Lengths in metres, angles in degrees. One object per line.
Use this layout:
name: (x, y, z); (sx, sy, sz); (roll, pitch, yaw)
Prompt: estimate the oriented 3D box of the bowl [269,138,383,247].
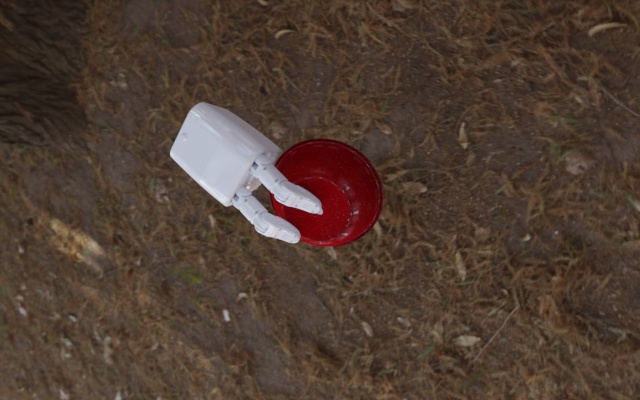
bowl: (0.001, 0.003, 0.635); (0.162, 0.162, 0.055); (0, 23, 14)
